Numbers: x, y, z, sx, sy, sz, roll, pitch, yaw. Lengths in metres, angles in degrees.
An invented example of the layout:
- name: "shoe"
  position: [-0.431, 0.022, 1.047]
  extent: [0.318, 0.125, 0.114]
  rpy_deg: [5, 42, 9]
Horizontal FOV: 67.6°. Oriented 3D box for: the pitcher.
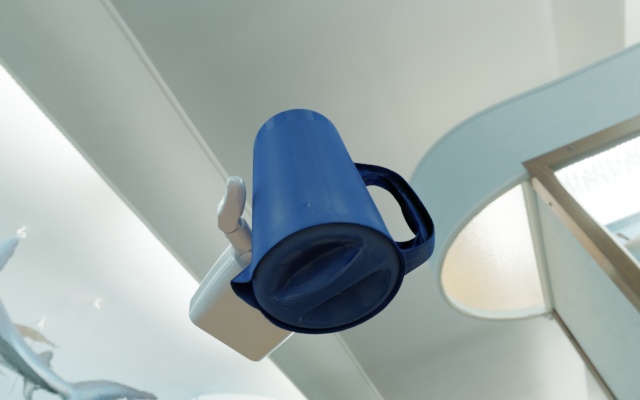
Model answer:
- name: "pitcher"
  position: [0.000, 0.002, 0.494]
  extent: [0.149, 0.145, 0.242]
  rpy_deg: [26, 28, -27]
